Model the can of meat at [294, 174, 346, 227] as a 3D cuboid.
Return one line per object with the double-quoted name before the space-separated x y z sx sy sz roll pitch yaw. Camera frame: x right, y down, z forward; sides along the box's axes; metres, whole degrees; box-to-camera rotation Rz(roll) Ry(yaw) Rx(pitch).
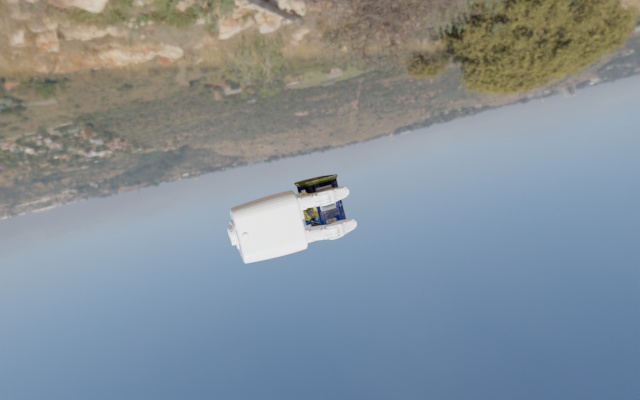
"can of meat" 0.000 0.003 0.823 0.057 0.084 0.102 -15 5 -18
